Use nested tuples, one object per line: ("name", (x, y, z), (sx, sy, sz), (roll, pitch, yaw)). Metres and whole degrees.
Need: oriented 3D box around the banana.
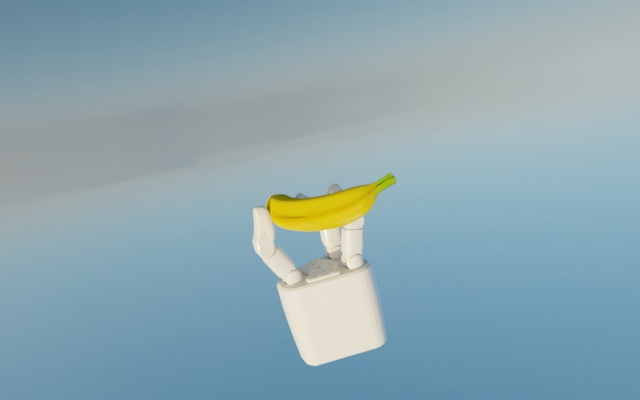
("banana", (-0.009, 0.009, 0.528), (0.198, 0.037, 0.069), (-7, 18, 45))
